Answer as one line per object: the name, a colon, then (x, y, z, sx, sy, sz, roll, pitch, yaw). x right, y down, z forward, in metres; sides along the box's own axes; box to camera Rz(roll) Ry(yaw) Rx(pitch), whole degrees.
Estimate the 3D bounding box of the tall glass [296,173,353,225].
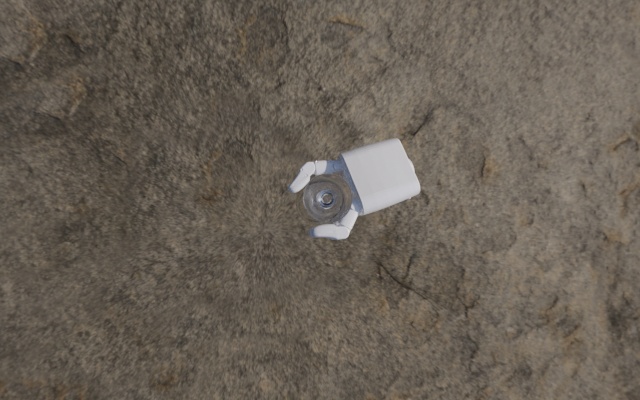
tall glass: (0.000, 0.003, 0.804, 0.079, 0.079, 0.201, 0, -4, -7)
